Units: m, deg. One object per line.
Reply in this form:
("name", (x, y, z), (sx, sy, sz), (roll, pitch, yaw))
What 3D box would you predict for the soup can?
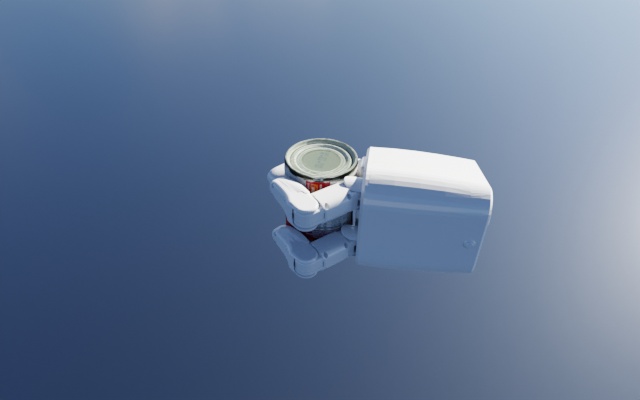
("soup can", (0.000, 0.001, 0.453), (0.068, 0.102, 0.068), (1, 38, -1))
